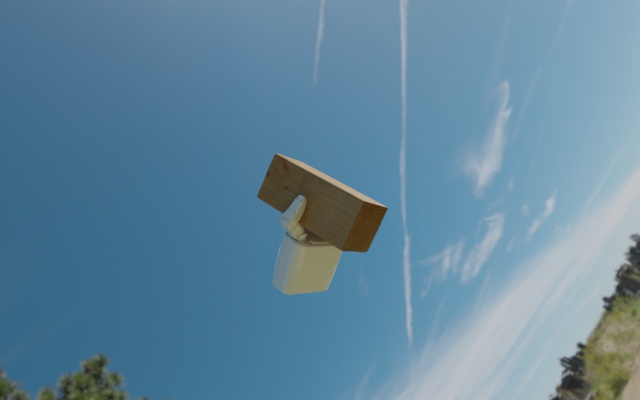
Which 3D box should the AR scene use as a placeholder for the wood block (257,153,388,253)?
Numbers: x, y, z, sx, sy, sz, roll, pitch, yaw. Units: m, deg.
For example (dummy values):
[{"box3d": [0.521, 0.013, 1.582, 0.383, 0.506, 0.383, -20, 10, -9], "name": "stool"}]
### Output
[{"box3d": [0.000, 0.003, 0.840, 0.206, 0.090, 0.091, 30, 10, 32], "name": "wood block"}]
